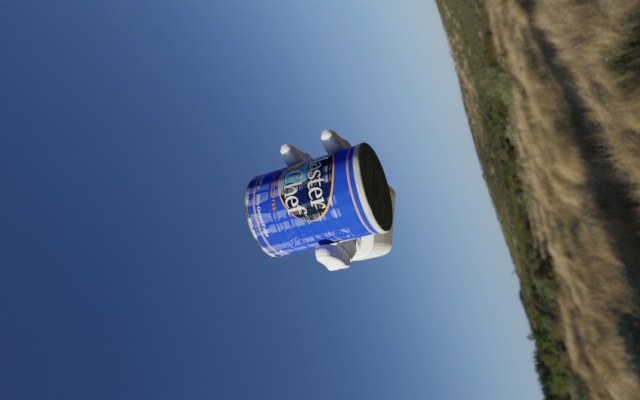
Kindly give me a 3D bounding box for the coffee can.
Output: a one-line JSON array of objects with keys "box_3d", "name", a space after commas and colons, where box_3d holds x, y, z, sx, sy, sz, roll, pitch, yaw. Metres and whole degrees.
[{"box_3d": [0.000, 0.002, 0.552, 0.140, 0.103, 0.103, -15, -6, 22], "name": "coffee can"}]
